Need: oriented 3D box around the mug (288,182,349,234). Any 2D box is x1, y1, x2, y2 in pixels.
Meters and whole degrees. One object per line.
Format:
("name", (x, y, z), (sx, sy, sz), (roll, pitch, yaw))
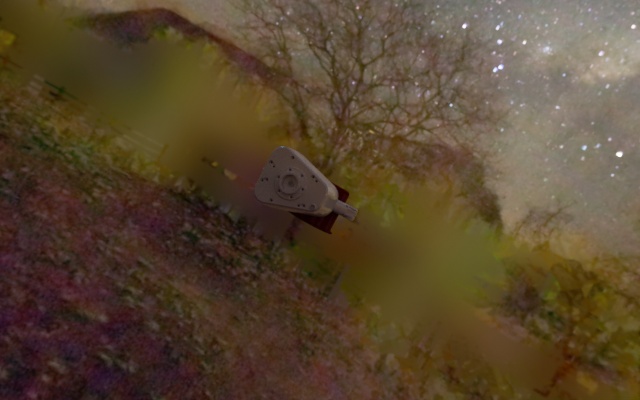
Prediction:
("mug", (0.000, 0.003, 0.865), (0.093, 0.081, 0.117), (29, 2, 7))
